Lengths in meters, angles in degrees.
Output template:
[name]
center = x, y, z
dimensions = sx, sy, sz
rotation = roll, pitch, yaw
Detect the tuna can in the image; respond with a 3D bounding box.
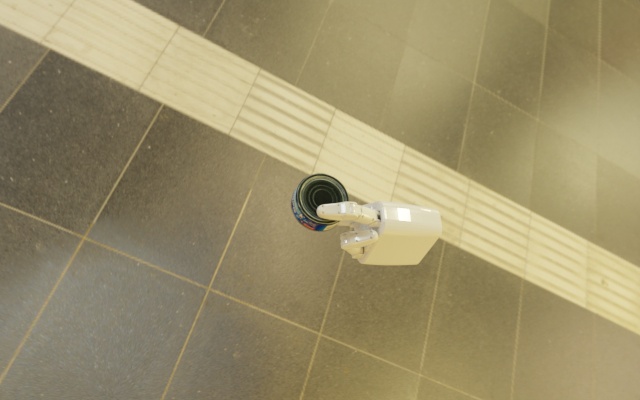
[tuna can]
center = 0.000, 0.002, 0.728
dimensions = 0.086, 0.086, 0.034
rotation = 0, -21, -18
